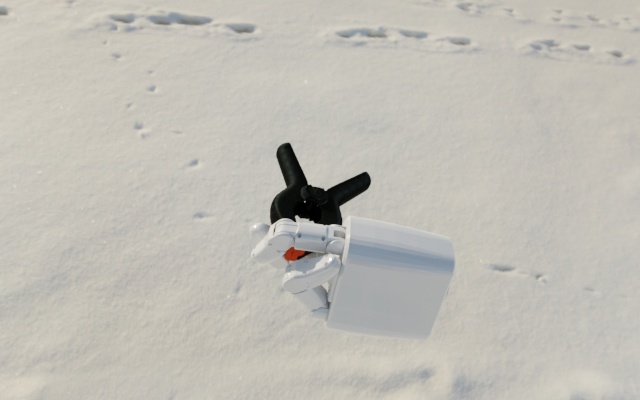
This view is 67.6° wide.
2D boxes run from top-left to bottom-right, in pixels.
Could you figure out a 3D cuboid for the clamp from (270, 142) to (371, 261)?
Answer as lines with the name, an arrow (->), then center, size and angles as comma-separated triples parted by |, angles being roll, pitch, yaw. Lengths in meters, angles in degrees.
clamp -> 0.000, 0.001, 0.533 | 0.120, 0.039, 0.171 | 10, 43, -4
